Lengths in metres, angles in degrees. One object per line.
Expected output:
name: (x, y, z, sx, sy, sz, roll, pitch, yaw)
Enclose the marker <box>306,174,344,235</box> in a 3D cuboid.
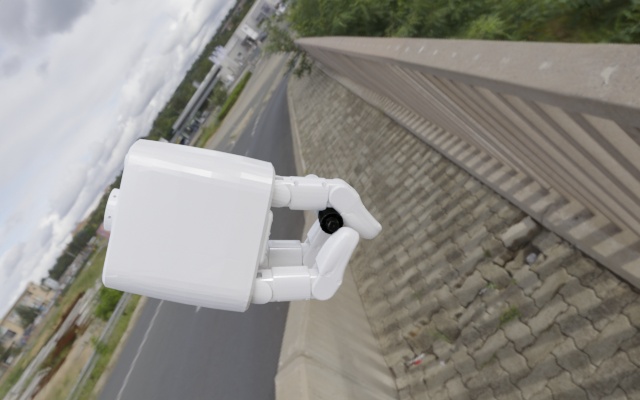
marker: (0.000, 0.001, 0.421, 0.020, 0.020, 0.121, 0, 18, -10)
